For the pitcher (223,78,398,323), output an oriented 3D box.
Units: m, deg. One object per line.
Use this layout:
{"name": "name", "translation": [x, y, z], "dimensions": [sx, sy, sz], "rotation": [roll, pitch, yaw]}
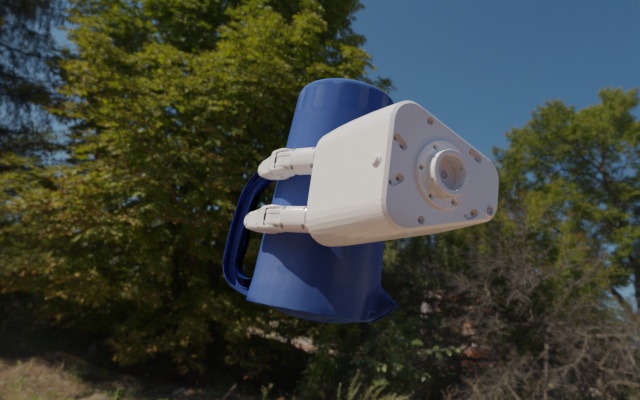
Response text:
{"name": "pitcher", "translation": [0.000, 0.002, 0.504], "dimensions": [0.149, 0.242, 0.145], "rotation": [16, -14, -25]}
